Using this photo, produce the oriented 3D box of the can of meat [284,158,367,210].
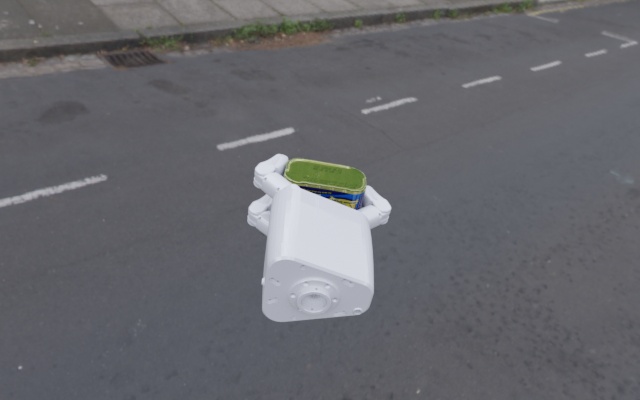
[{"bbox_3d":[0.000,0.002,0.576,0.102,0.084,0.057,9,37,-4],"label":"can of meat"}]
